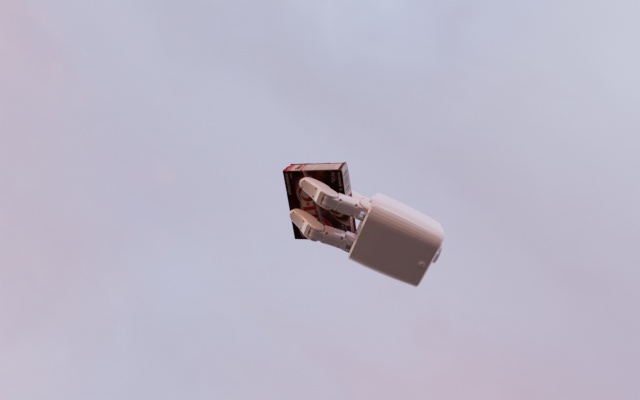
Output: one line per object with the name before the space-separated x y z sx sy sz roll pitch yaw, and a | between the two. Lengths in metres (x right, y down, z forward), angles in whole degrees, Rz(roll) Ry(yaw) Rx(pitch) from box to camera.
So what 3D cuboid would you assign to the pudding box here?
pudding box | 0.000 0.002 0.692 0.090 0.113 0.039 -1 21 20
